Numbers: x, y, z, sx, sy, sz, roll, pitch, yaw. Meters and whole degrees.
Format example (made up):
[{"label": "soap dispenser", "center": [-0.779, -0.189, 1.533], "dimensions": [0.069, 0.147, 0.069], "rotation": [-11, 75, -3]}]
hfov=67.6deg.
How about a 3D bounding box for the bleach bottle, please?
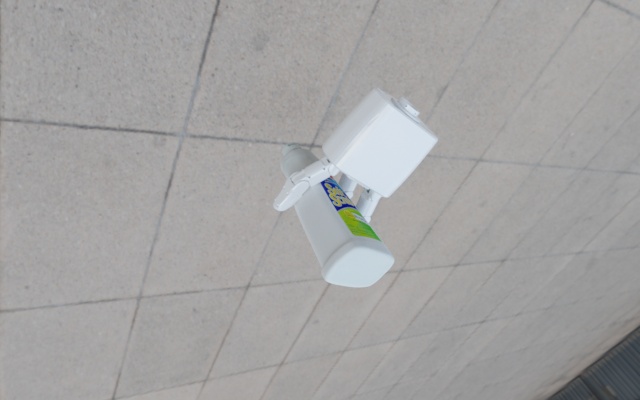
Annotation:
[{"label": "bleach bottle", "center": [0.000, 0.002, 0.660], "dimensions": [0.102, 0.068, 0.250], "rotation": [19, 30, -45]}]
